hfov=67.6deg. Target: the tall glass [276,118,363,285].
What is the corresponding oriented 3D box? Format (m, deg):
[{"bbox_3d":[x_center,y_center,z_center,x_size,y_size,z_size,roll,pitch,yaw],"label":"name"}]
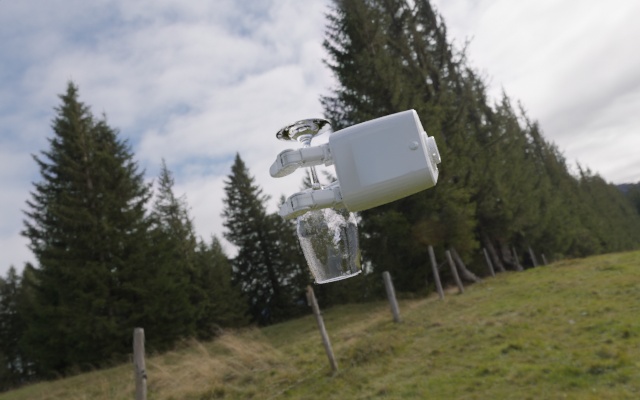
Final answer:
[{"bbox_3d":[0.000,0.001,0.609,0.079,0.201,0.079,-13,-11,-3],"label":"tall glass"}]
